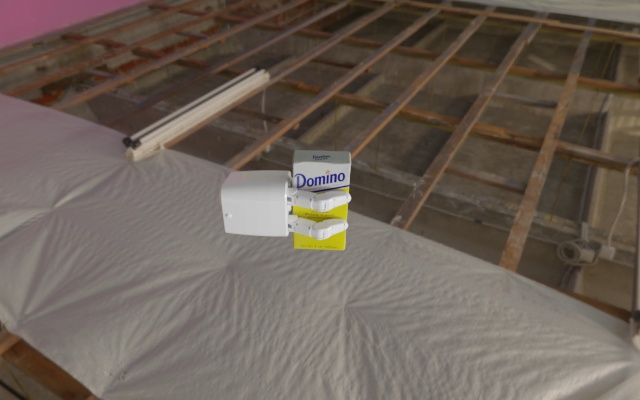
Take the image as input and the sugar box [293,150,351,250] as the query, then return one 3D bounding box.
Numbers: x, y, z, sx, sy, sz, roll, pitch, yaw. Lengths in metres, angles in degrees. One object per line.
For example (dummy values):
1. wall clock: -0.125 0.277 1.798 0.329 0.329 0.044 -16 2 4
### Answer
1. sugar box: 0.000 0.003 0.801 0.093 0.176 0.048 1 36 0
